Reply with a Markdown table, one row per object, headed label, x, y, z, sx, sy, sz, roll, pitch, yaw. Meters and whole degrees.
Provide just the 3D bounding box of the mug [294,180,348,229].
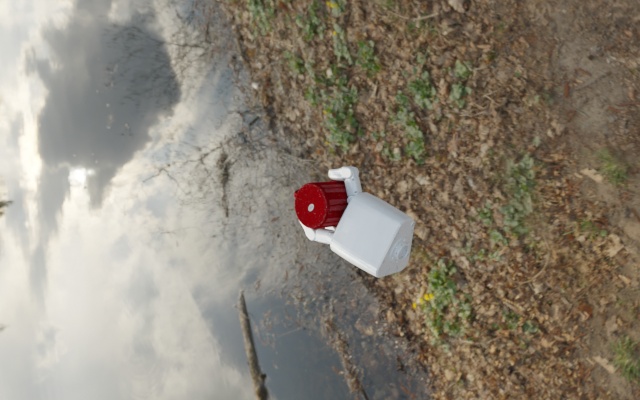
| label | x | y | z | sx | sy | sz | roll | pitch | yaw |
| --- | --- | --- | --- | --- | --- | --- | --- | --- | --- |
| mug | -0.001 | 0.002 | 0.862 | 0.117 | 0.093 | 0.081 | 28 | 22 | 37 |
